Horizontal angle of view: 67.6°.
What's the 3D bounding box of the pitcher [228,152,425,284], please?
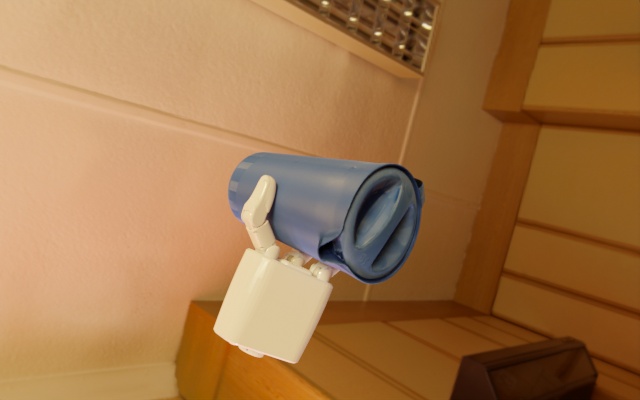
[{"bbox_3d":[0.000,0.002,0.601,0.243,0.145,0.149,15,-10,45],"label":"pitcher"}]
